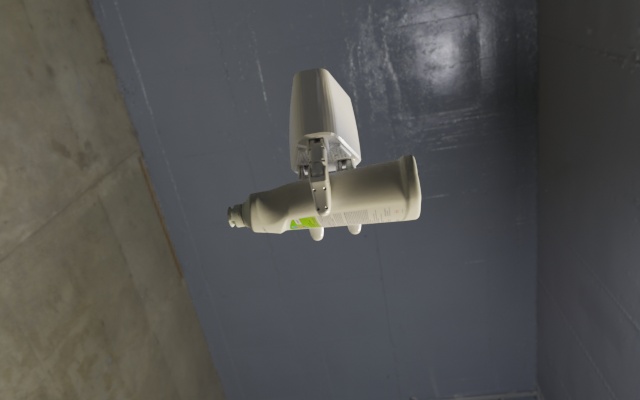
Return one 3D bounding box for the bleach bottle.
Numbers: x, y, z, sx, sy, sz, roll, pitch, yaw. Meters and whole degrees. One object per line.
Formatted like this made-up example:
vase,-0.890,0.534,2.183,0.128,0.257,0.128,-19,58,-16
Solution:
bleach bottle,0.000,0.002,0.626,0.251,0.068,0.103,-8,-22,7
